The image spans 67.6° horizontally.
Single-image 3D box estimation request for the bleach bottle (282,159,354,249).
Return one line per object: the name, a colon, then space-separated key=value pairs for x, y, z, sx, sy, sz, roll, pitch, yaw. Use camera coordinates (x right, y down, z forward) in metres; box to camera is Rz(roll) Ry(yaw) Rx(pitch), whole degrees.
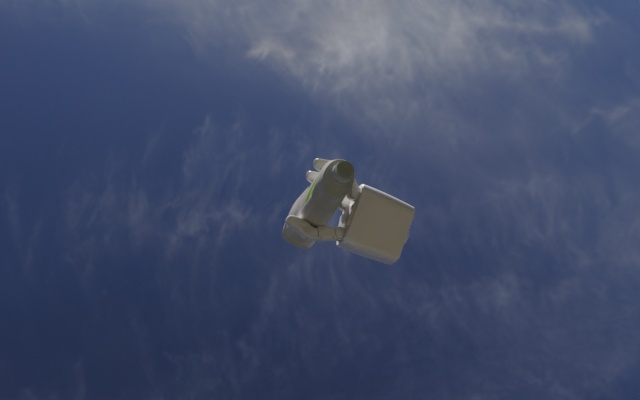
bleach bottle: x=0.000 y=0.003 z=0.822 sx=0.068 sy=0.102 sz=0.251 roll=23 pitch=-25 yaw=-8
